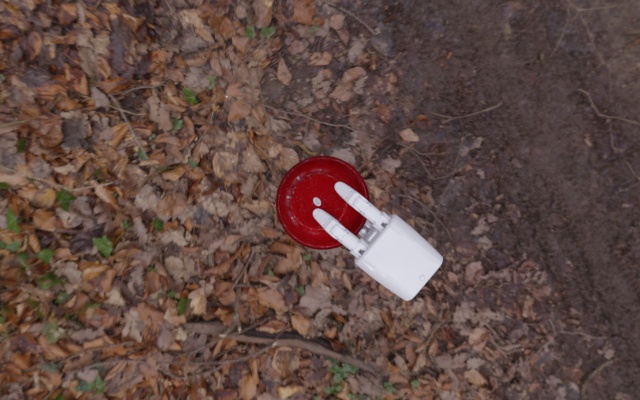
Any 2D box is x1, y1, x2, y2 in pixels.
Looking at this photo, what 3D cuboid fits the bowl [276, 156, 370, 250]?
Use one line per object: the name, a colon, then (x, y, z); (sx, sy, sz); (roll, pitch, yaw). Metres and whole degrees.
bowl: (-0.001, 0.002, 0.788); (0.162, 0.162, 0.055); (0, -2, 7)
